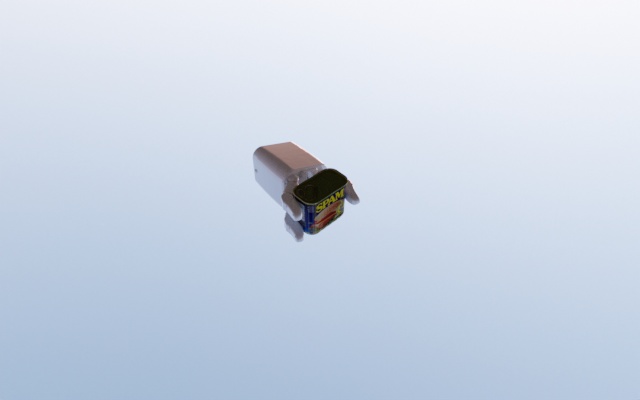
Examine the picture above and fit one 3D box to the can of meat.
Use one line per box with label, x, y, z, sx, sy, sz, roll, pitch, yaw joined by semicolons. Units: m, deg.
can of meat;0.000;0.003;0.871;0.102;0.084;0.057;-33;53;-30
